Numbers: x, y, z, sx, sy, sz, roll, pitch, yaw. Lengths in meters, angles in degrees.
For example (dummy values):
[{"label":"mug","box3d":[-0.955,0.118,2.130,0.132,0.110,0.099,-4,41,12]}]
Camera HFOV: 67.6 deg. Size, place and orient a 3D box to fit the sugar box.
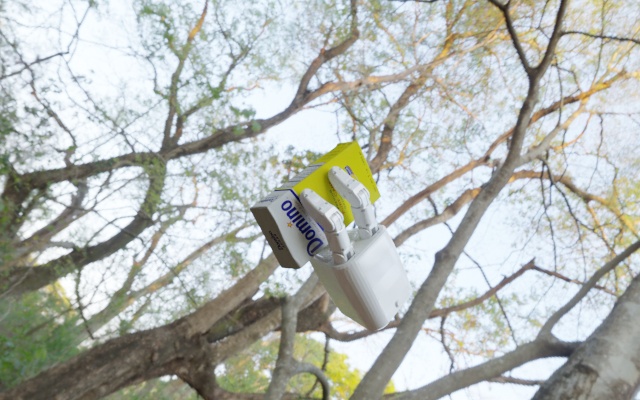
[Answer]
[{"label":"sugar box","box3d":[0.001,0.002,0.625,0.048,0.093,0.176,-4,29,48]}]
